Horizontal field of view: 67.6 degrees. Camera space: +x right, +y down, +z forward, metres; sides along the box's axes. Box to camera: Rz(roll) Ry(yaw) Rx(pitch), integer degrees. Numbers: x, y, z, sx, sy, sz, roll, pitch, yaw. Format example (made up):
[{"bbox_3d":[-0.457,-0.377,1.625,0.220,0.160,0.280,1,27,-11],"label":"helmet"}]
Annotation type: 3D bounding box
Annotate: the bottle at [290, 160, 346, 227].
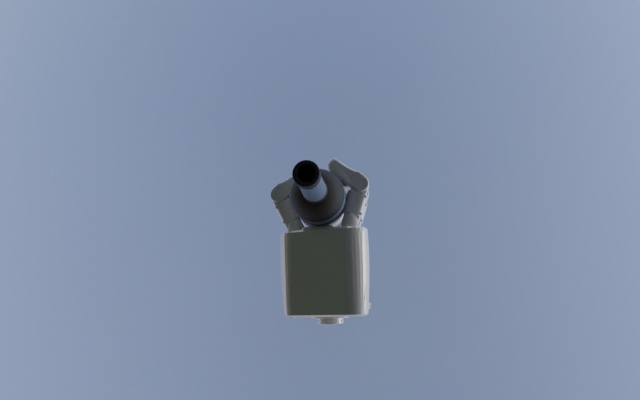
[{"bbox_3d":[0.000,0.002,0.608,0.069,0.069,0.296,0,-11,6],"label":"bottle"}]
